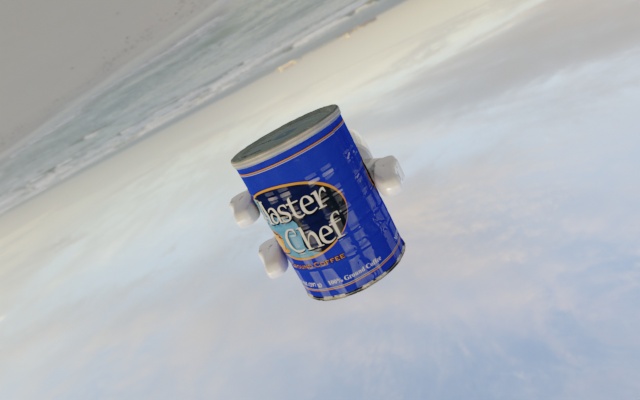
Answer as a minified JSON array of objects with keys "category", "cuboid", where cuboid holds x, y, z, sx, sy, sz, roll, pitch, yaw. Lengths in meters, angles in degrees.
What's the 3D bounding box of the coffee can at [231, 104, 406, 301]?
[{"category":"coffee can","cuboid":[0.000,0.001,0.423,0.103,0.140,0.102,-26,16,8]}]
